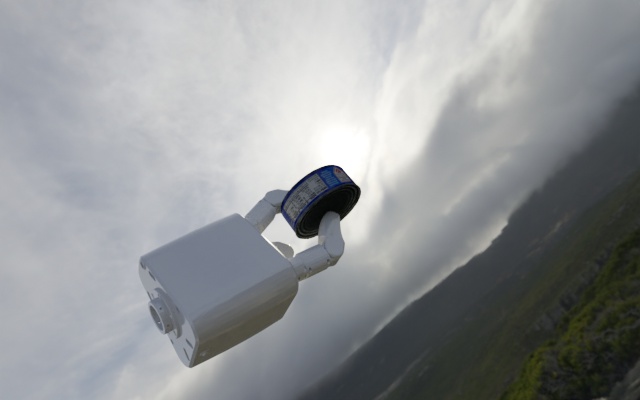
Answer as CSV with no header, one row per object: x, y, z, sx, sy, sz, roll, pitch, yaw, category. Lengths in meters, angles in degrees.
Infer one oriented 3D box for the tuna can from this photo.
0.000,0.001,0.517,0.086,0.033,0.086,-31,-25,-16,tuna can
